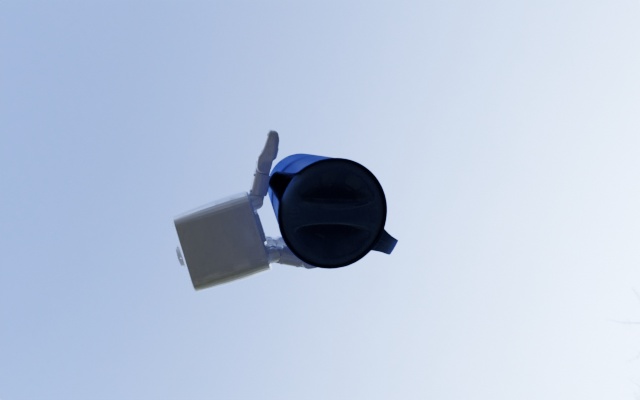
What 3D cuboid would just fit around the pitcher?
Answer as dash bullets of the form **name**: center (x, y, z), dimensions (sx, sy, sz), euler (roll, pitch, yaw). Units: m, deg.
- **pitcher**: center (0.000, 0.002, 0.670), dimensions (0.145, 0.149, 0.242), euler (-17, 13, -9)
